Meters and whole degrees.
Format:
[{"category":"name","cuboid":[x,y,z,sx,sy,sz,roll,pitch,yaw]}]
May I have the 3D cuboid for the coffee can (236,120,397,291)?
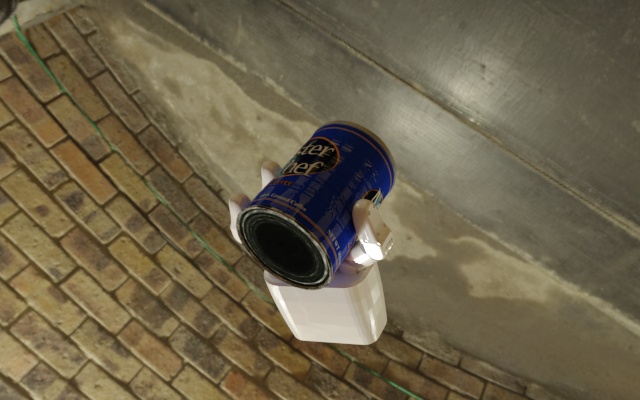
[{"category":"coffee can","cuboid":[0.000,0.001,0.469,0.103,0.103,0.140,0,39,40]}]
